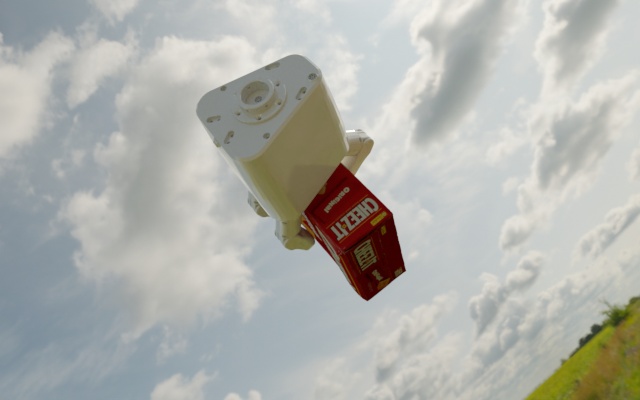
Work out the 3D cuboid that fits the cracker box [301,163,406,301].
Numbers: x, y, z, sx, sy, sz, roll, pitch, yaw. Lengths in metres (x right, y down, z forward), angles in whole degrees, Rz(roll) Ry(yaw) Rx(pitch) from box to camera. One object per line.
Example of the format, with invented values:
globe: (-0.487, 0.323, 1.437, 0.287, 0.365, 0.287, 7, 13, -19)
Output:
cracker box: (0.000, 0.002, 0.565, 0.072, 0.213, 0.164, -38, -30, -6)
